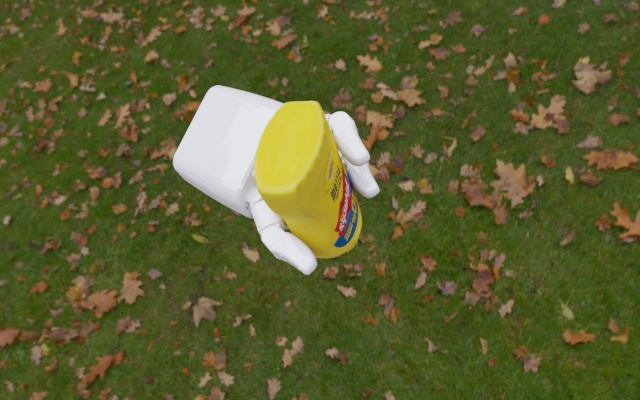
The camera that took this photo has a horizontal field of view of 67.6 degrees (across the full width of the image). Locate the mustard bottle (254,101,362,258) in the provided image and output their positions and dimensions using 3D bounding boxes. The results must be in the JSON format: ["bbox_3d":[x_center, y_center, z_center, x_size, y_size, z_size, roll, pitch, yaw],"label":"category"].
[{"bbox_3d":[0.000,0.001,0.459,0.058,0.096,0.192,0,-31,19],"label":"mustard bottle"}]
